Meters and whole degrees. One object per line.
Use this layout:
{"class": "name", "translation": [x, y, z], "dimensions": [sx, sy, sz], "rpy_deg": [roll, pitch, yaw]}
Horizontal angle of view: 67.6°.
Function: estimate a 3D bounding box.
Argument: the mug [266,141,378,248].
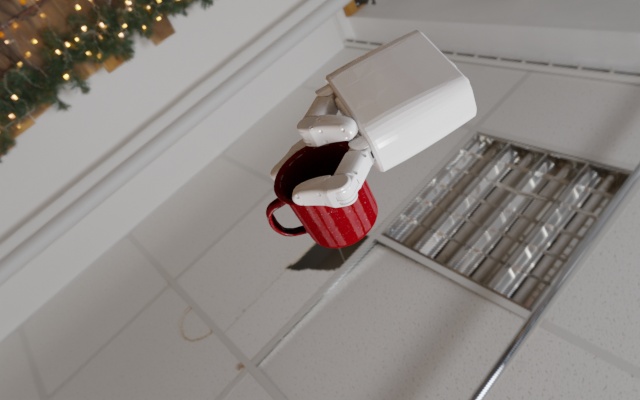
{"class": "mug", "translation": [-0.001, 0.003, 0.502], "dimensions": [0.117, 0.081, 0.093], "rpy_deg": [-29, 39, 3]}
